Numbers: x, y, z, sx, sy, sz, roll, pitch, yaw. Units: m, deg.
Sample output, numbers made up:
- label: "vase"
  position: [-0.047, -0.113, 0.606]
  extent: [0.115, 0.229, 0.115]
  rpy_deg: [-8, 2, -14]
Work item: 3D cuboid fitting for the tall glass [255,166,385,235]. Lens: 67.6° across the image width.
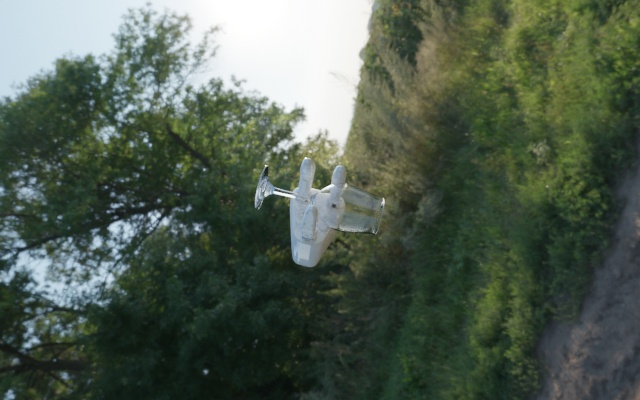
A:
- label: "tall glass"
  position: [-0.001, 0.002, 0.779]
  extent: [0.201, 0.079, 0.079]
  rpy_deg: [14, 1, 3]
